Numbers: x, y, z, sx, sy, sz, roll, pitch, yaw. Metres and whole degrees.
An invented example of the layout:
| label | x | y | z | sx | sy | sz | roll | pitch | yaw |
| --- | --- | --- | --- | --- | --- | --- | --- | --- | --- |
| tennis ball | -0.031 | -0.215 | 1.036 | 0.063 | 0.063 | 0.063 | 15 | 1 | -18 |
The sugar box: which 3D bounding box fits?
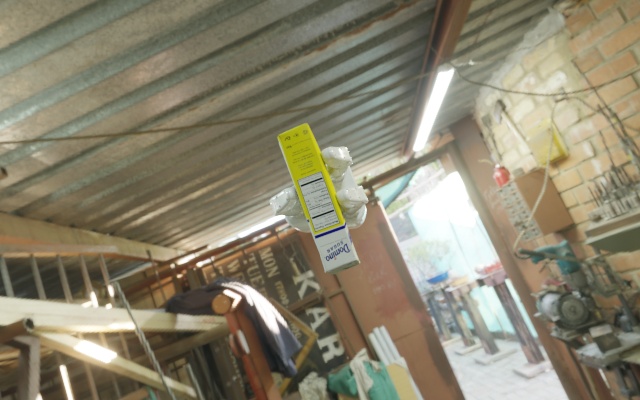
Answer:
| label | x | y | z | sx | sy | sz | roll | pitch | yaw |
| --- | --- | --- | --- | --- | --- | --- | --- | --- | --- |
| sugar box | 0.001 | 0.002 | 0.594 | 0.048 | 0.176 | 0.093 | -23 | -11 | 3 |
